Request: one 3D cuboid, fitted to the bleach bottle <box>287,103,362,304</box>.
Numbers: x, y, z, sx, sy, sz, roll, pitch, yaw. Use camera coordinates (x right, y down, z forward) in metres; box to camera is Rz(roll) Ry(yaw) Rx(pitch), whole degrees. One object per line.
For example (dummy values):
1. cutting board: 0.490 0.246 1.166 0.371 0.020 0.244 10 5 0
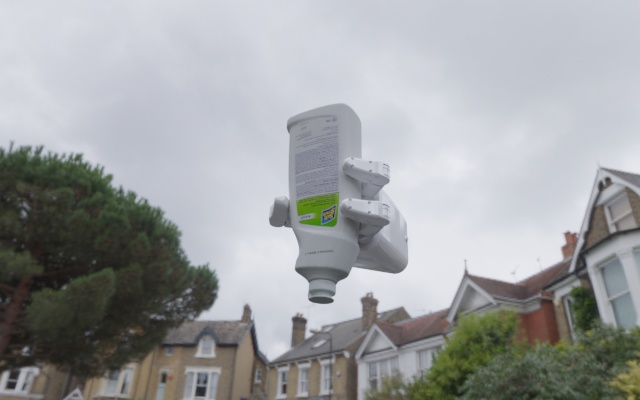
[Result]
1. bleach bottle: 0.000 0.002 0.588 0.102 0.250 0.068 -13 -32 27
